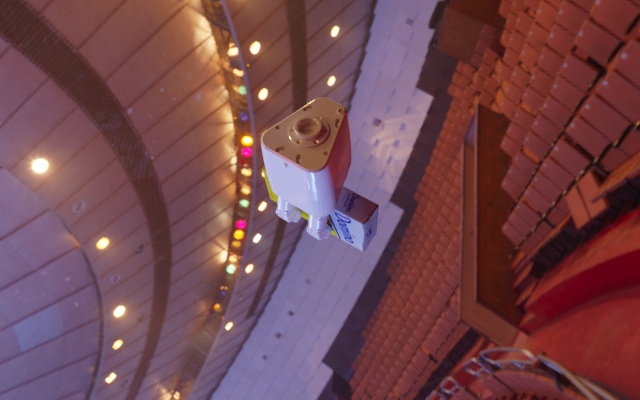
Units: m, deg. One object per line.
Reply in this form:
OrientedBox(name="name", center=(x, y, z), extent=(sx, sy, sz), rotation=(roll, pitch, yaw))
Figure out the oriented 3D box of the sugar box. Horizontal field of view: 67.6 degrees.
OrientedBox(name="sugar box", center=(0.000, 0.003, 0.712), extent=(0.176, 0.048, 0.093), rotation=(31, -23, 20))
